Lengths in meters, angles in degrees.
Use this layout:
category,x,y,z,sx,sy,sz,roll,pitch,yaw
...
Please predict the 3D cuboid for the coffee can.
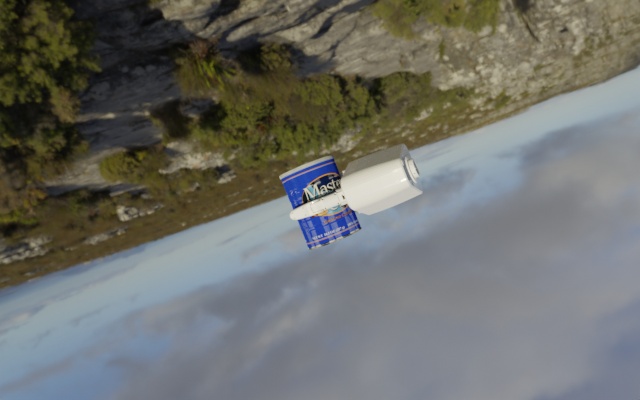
category,x,y,z,sx,sy,sz,roll,pitch,yaw
coffee can,0.000,0.003,0.846,0.103,0.140,0.103,-22,1,0
